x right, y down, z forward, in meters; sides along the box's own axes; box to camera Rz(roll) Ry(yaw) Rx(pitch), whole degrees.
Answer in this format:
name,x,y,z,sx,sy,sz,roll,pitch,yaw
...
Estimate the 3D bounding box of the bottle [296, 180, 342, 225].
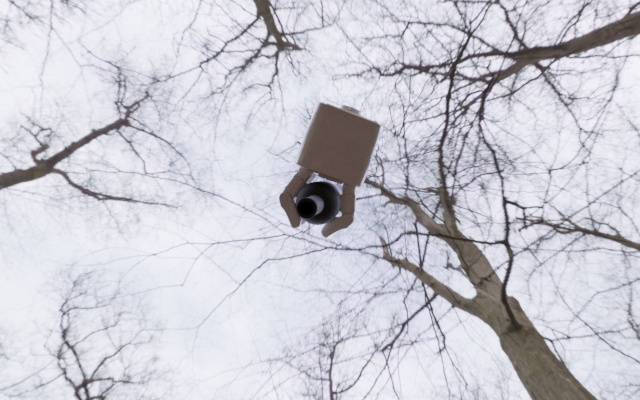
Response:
name,x,y,z,sx,sy,sz,roll,pitch,yaw
bottle,0.000,0.003,0.762,0.069,0.069,0.295,0,3,7
